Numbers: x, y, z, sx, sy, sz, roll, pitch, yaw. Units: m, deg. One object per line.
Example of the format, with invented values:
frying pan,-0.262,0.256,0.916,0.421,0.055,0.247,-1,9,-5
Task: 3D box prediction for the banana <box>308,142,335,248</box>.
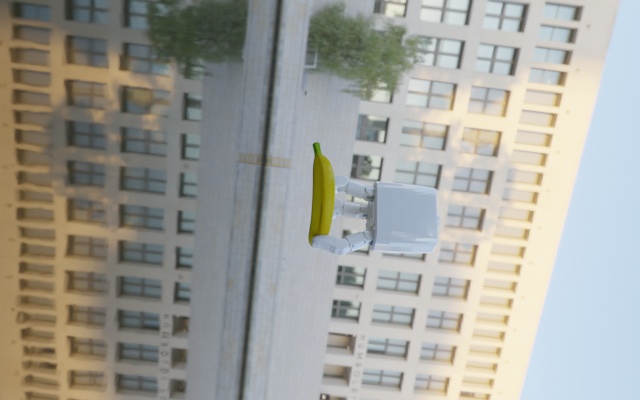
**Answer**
banana,0.002,0.009,0.776,0.037,0.198,0.069,1,30,-5
